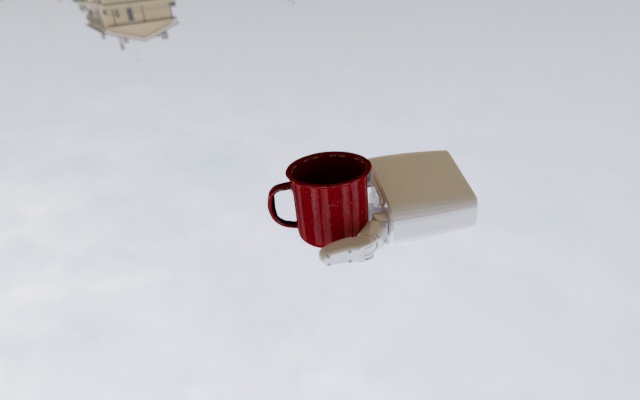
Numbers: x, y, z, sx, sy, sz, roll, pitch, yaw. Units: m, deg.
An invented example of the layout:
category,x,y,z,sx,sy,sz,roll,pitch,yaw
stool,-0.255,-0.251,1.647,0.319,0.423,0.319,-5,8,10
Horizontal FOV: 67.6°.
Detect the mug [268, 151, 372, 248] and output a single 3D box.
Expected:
category,x,y,z,sx,sy,sz,roll,pitch,yaw
mug,-0.001,0.002,0.530,0.117,0.081,0.093,-9,28,-6
